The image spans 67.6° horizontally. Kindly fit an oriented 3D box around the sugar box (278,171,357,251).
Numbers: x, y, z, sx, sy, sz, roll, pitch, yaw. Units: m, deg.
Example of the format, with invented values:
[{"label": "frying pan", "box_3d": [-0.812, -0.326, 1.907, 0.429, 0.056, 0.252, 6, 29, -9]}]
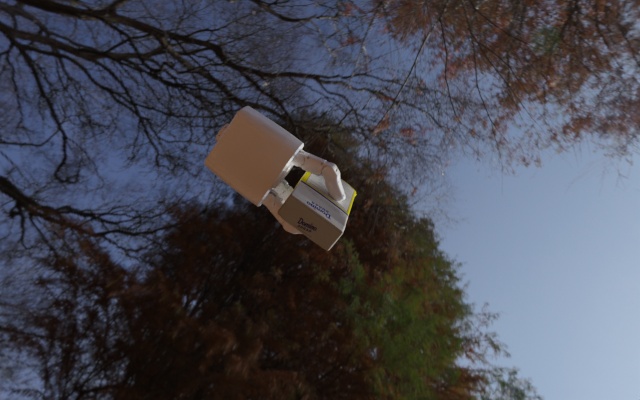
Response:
[{"label": "sugar box", "box_3d": [0.000, 0.003, 0.742, 0.093, 0.048, 0.176, 37, 25, -3]}]
